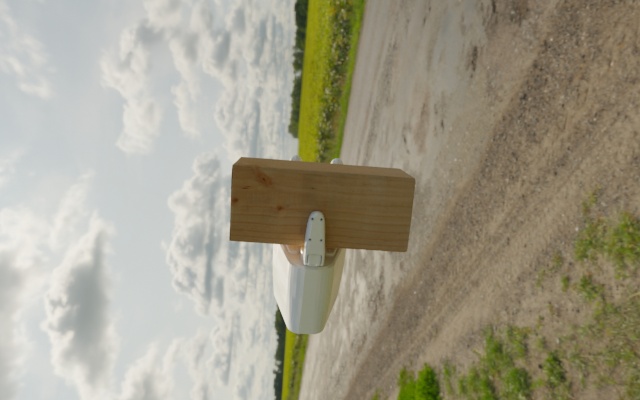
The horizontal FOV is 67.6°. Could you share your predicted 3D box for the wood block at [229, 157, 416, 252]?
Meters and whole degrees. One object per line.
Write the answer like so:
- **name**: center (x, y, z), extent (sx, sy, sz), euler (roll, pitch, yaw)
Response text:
- **wood block**: center (0.000, 0.002, 0.580), extent (0.206, 0.090, 0.091), euler (4, 12, -4)
